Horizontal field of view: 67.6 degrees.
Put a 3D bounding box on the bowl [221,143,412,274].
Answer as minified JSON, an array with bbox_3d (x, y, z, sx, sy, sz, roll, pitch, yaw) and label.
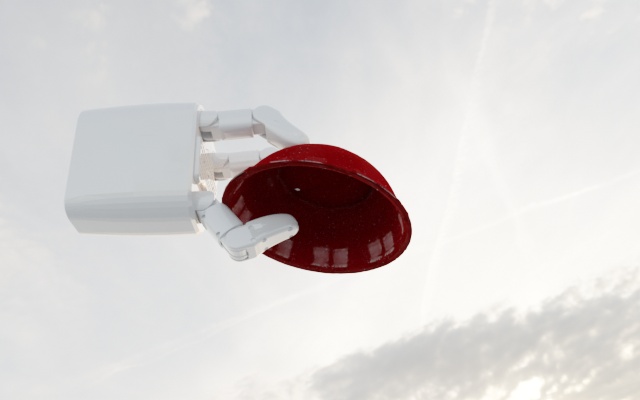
[{"bbox_3d":[0.001,0.001,0.417,0.162,0.055,0.162,8,-37,6],"label":"bowl"}]
